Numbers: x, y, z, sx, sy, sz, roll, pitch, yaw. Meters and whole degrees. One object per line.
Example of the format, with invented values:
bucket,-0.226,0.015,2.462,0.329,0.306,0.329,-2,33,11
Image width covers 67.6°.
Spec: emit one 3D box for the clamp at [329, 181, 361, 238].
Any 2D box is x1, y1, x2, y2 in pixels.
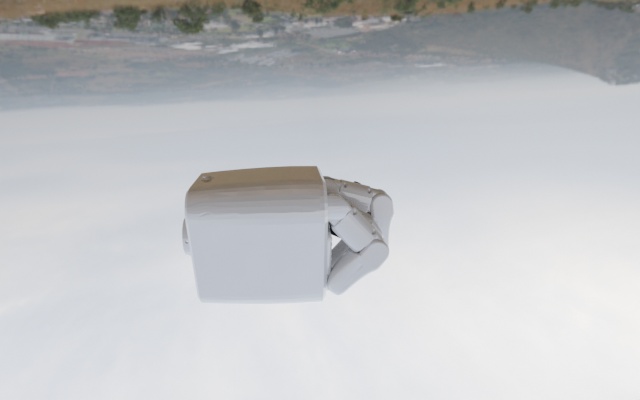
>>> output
clamp,0.000,0.002,0.503,0.120,0.039,0.171,0,11,-5
